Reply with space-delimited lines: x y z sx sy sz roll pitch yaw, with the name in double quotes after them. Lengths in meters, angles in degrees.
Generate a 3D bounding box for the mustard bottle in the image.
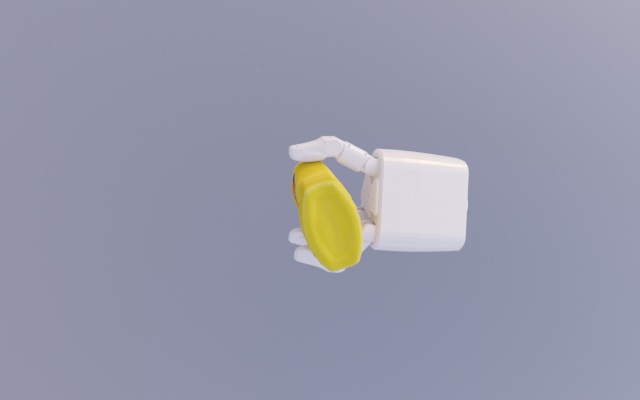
0.000 0.002 0.549 0.058 0.096 0.191 -20 17 -2 "mustard bottle"
